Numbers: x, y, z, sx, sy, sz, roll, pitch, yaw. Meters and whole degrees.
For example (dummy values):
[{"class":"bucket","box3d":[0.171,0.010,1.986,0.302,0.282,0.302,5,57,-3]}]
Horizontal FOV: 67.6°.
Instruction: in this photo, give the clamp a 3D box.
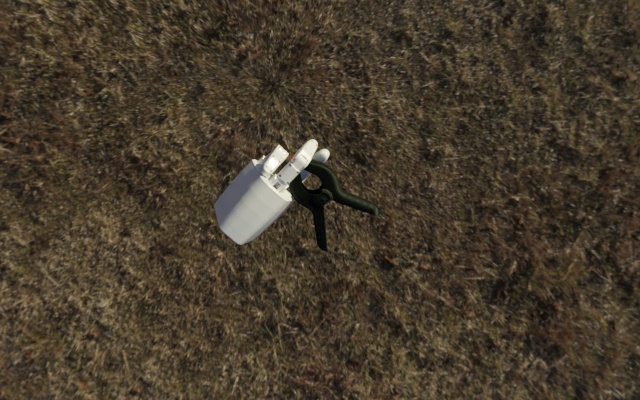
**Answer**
[{"class":"clamp","box3d":[0.000,0.003,0.784,0.171,0.120,0.039,43,7,-13]}]
